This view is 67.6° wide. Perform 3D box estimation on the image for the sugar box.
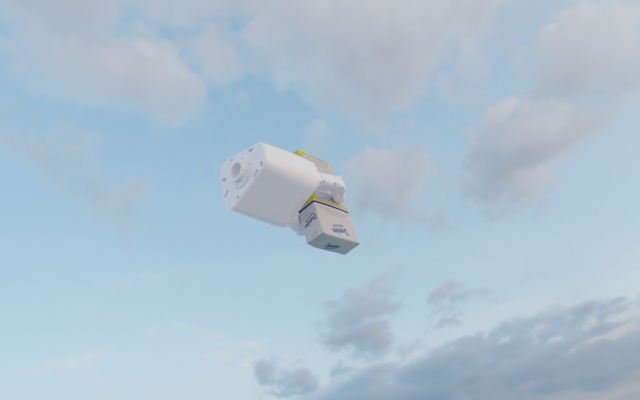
[{"bbox_3d":[0.000,0.003,0.818,0.093,0.176,0.048,20,-47,-43],"label":"sugar box"}]
